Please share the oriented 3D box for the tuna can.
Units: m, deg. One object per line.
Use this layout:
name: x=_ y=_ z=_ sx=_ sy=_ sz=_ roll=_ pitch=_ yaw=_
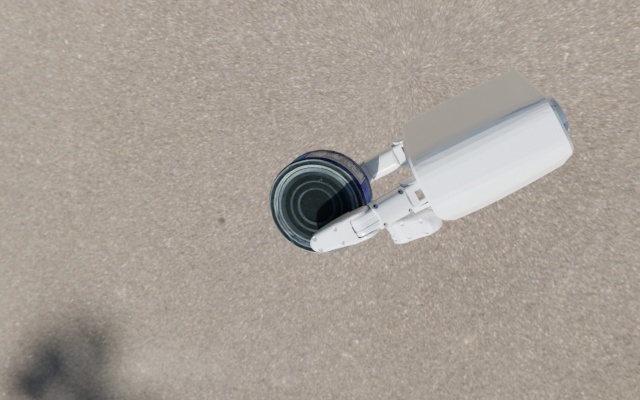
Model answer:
tuna can: x=0.000 y=0.002 z=0.411 sx=0.086 sy=0.086 sz=0.033 roll=0 pitch=17 yaw=16
